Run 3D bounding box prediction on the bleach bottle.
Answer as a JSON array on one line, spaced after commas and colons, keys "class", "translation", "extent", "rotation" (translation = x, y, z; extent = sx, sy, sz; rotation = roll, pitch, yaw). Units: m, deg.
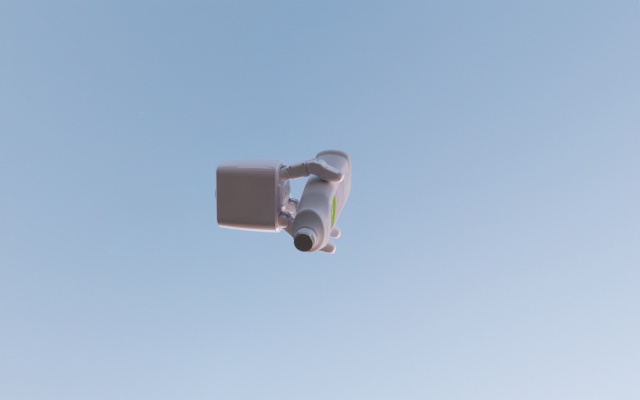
[{"class": "bleach bottle", "translation": [0.000, 0.003, 0.773], "extent": [0.068, 0.103, 0.250], "rotation": [2, 23, 11]}]
